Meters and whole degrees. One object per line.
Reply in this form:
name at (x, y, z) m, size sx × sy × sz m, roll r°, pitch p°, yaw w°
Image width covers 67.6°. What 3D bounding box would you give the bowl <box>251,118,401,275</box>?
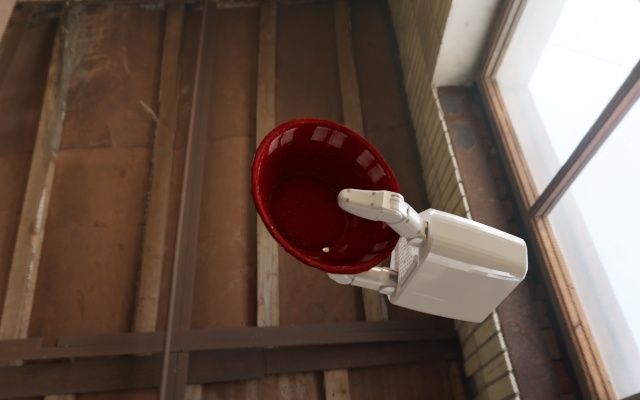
bowl at (-0.001, 0.001, 0.470) m, size 0.162 × 0.162 × 0.055 m, roll 0°, pitch -23°, yaw -29°
